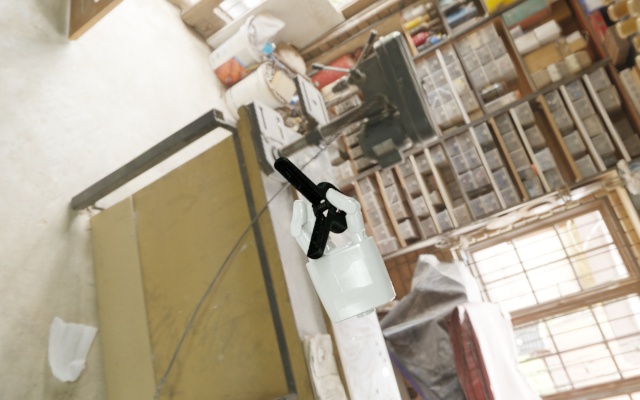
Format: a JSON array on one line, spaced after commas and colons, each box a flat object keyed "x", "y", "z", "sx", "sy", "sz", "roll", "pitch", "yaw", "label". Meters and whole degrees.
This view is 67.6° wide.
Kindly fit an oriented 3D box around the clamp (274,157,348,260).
[{"x": 0.001, "y": 0.002, "z": 0.794, "sx": 0.036, "sy": 0.164, "sz": 0.210, "roll": -25, "pitch": -5, "yaw": 24, "label": "clamp"}]
